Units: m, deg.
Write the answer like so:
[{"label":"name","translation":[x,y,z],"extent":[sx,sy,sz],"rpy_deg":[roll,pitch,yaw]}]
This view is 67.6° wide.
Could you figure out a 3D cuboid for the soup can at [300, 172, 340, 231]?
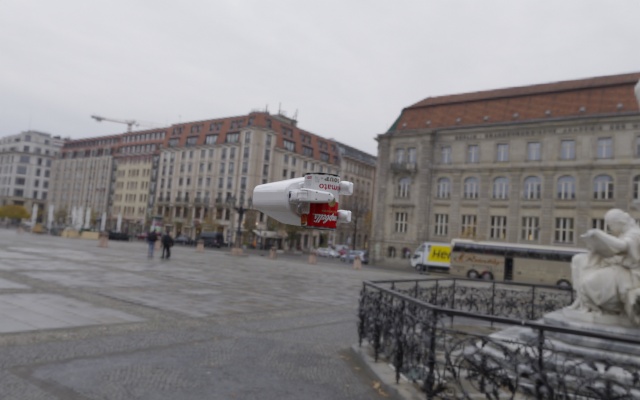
[{"label":"soup can","translation":[0.000,0.003,0.887],"extent":[0.068,0.102,0.068],"rpy_deg":[5,-5,0]}]
